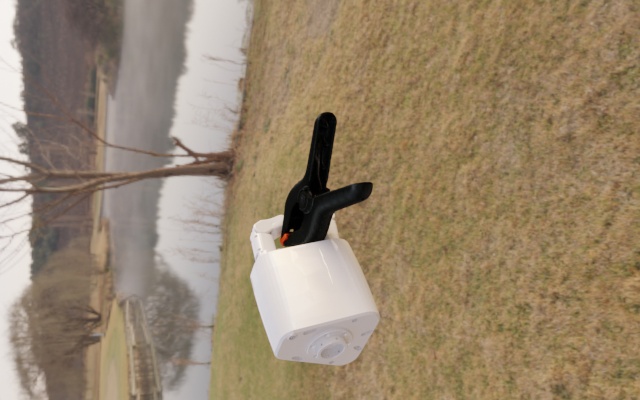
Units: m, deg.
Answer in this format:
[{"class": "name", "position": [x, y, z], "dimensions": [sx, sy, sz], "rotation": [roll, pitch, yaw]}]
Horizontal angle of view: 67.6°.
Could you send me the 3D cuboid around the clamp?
[{"class": "clamp", "position": [-0.001, 0.002, 0.534], "dimensions": [0.039, 0.172, 0.120], "rotation": [3, 38, -25]}]
